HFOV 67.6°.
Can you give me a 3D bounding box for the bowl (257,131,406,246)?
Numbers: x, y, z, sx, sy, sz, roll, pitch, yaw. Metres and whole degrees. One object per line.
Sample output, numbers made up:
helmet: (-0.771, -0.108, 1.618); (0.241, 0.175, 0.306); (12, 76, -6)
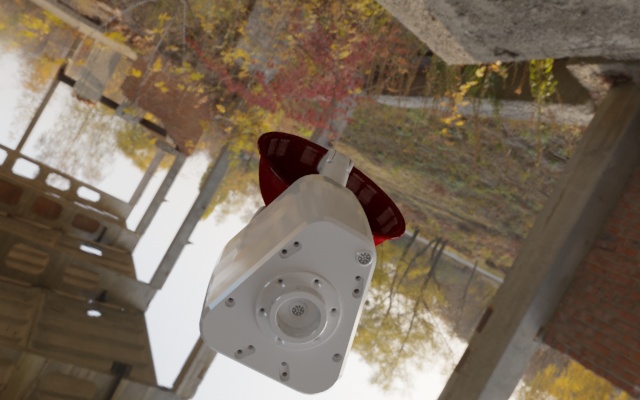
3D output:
bowl: (0.000, 0.001, 0.459); (0.162, 0.055, 0.162); (29, 22, -13)
